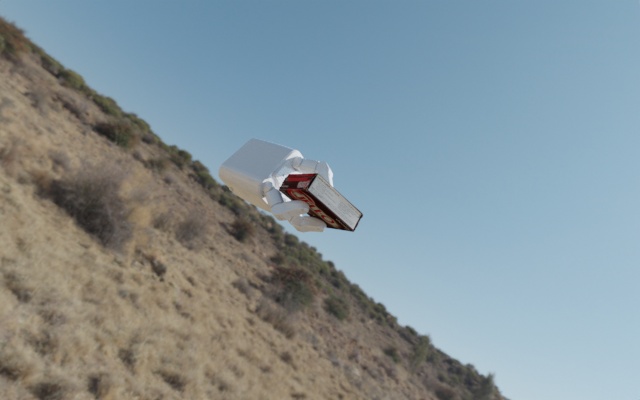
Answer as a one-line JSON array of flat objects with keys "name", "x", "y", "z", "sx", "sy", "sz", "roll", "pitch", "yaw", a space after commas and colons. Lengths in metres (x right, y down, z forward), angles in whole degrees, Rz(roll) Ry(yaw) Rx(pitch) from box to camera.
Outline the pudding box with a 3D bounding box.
[{"name": "pudding box", "x": 0.000, "y": 0.002, "z": 0.762, "sx": 0.113, "sy": 0.039, "sz": 0.090, "roll": 39, "pitch": -17, "yaw": -27}]
